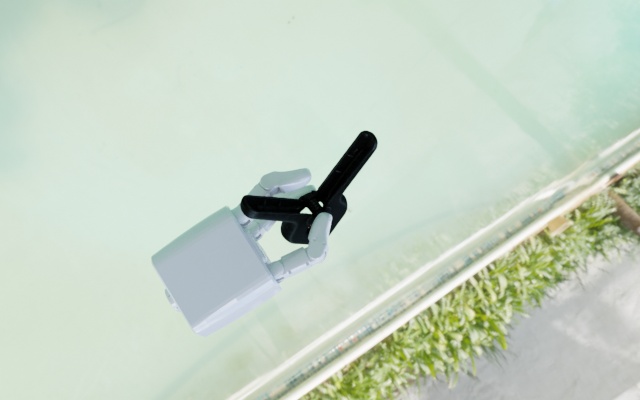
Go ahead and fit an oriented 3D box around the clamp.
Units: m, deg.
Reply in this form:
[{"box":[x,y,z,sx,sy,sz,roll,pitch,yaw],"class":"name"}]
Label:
[{"box":[0.000,0.003,0.583,0.164,0.036,0.210,-31,-22,-5],"class":"clamp"}]
